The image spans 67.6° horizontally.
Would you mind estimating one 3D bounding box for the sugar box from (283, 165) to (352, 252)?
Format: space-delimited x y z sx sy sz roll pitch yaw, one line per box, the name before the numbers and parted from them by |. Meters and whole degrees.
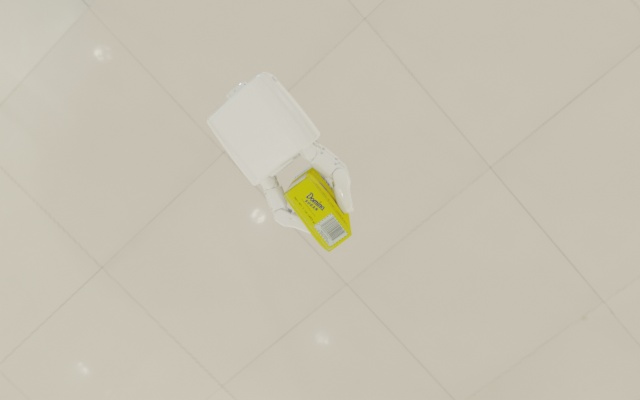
sugar box | 0.000 0.002 0.664 0.048 0.093 0.176 -35 8 10
